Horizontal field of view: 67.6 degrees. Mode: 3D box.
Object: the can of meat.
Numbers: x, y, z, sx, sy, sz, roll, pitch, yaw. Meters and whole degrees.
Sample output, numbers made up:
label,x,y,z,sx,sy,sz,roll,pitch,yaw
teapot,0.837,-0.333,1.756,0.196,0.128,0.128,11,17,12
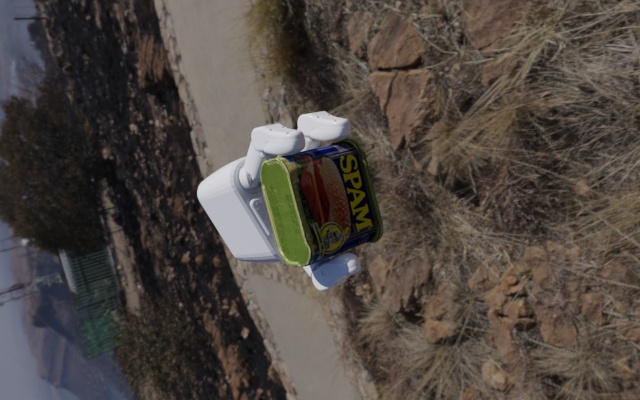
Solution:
label,x,y,z,sx,sy,sz,roll,pitch,yaw
can of meat,0.000,0.002,0.431,0.084,0.102,0.057,-17,5,-35
